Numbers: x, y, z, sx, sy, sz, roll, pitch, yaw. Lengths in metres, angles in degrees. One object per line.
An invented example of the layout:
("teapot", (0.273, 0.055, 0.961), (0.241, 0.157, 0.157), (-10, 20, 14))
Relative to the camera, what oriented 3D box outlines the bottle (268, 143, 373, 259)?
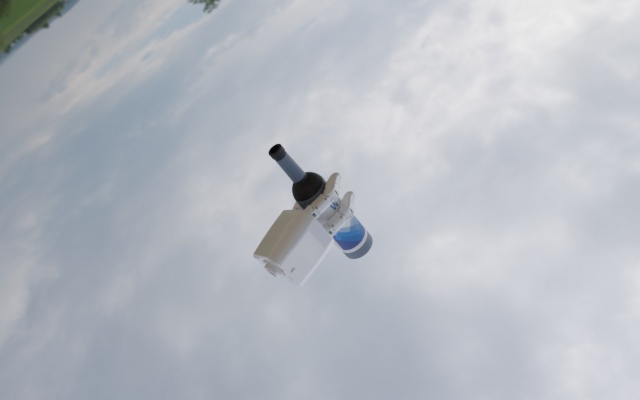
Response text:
("bottle", (0.000, 0.003, 0.899), (0.069, 0.069, 0.296), (0, -38, 43))
